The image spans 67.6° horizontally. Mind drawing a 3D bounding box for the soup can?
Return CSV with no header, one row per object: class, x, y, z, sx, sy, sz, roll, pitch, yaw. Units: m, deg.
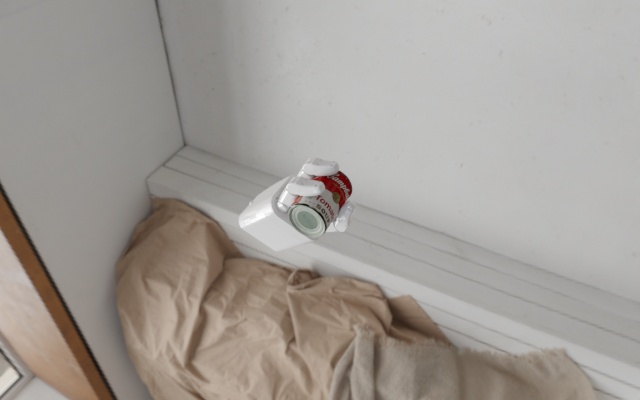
soup can,0.000,0.003,0.762,0.068,0.068,0.102,0,36,33
